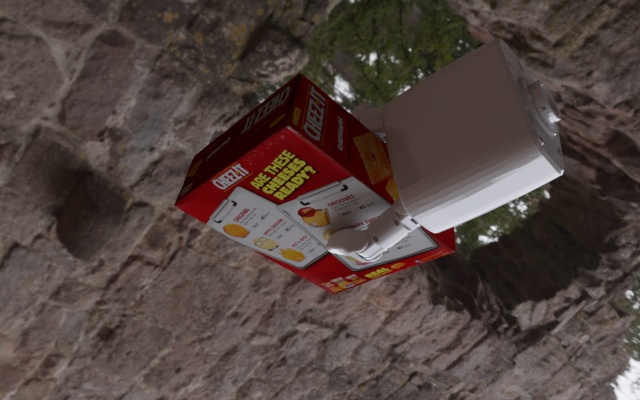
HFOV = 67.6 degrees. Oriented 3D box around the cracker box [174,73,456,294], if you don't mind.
[{"bbox_3d":[0.000,0.002,0.459,0.214,0.072,0.164,35,-44,-31],"label":"cracker box"}]
